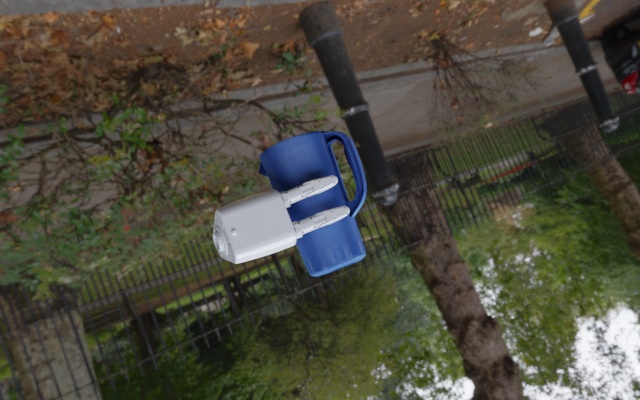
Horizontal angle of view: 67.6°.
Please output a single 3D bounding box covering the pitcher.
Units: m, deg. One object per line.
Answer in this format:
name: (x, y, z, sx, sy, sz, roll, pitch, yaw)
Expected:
pitcher: (0.000, 0.003, 0.855, 0.145, 0.243, 0.149, -18, -7, -25)
